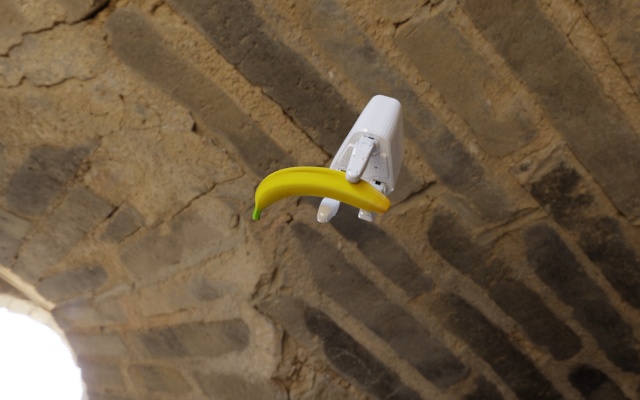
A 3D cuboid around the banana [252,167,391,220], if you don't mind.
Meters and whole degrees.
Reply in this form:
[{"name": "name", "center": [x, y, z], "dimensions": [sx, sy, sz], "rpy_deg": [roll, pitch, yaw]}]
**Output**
[{"name": "banana", "center": [-0.008, -0.013, 0.622], "dimensions": [0.198, 0.070, 0.037], "rpy_deg": [-3, 35, 24]}]
